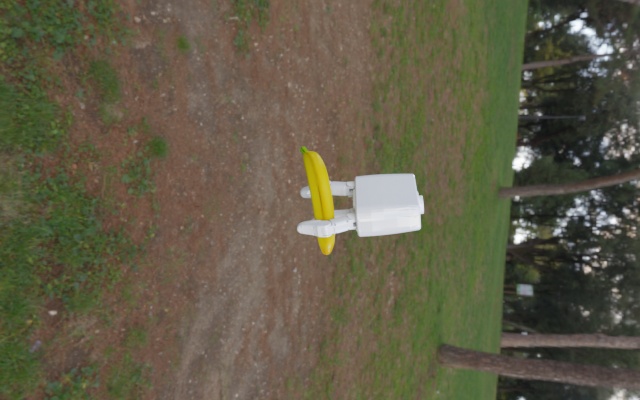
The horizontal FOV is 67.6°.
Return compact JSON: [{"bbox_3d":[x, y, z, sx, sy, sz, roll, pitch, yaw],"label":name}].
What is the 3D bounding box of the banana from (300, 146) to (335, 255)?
[{"bbox_3d":[0.001,0.000,0.825,0.037,0.198,0.069,-11,2,-5],"label":"banana"}]
